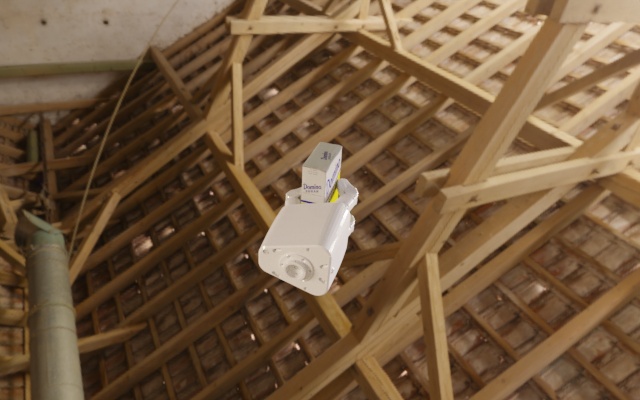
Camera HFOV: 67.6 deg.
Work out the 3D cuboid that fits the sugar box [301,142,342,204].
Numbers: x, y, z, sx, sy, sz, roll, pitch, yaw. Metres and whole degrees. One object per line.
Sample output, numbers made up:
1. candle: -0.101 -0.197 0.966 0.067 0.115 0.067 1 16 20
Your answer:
1. sugar box: 0.001 0.003 0.791 0.048 0.176 0.093 14 35 12
